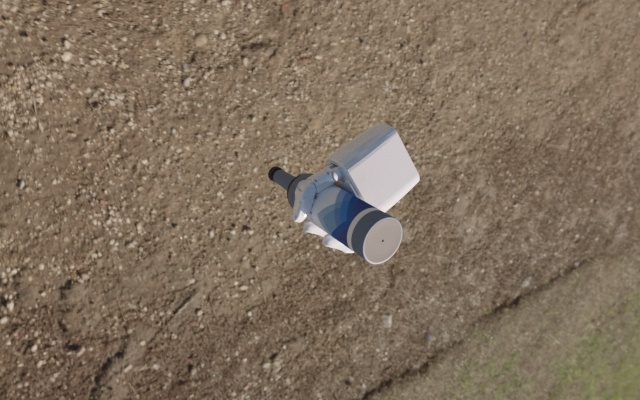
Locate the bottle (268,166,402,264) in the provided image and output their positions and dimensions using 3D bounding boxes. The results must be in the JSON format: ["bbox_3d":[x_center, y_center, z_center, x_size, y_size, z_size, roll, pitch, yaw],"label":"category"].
[{"bbox_3d":[0.000,0.002,0.723,0.069,0.069,0.295,0,20,-35],"label":"bottle"}]
